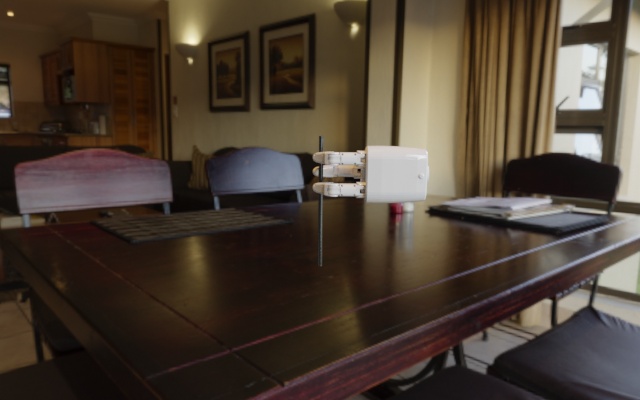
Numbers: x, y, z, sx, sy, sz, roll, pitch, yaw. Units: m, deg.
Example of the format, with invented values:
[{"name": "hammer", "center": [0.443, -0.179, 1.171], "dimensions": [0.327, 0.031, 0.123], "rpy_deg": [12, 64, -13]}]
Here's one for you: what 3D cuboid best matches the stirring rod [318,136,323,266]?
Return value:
[{"name": "stirring rod", "center": [0.000, 0.003, 0.876], "dimensions": [0.011, 0.239, 0.011], "rpy_deg": [1, 8, 0]}]
